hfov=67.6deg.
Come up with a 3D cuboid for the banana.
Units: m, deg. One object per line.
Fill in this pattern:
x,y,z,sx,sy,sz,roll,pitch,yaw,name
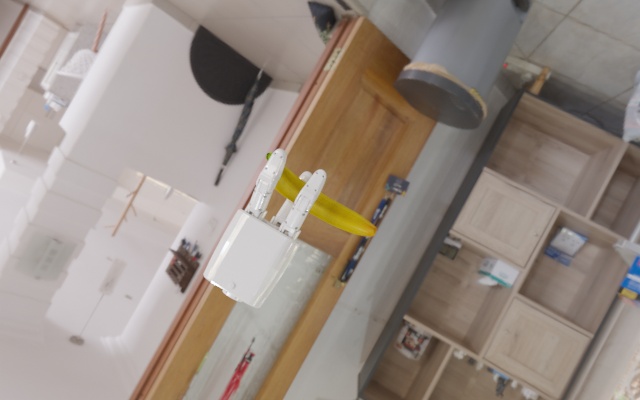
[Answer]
-0.008,0.000,0.700,0.198,0.037,0.069,34,-9,-16,banana
